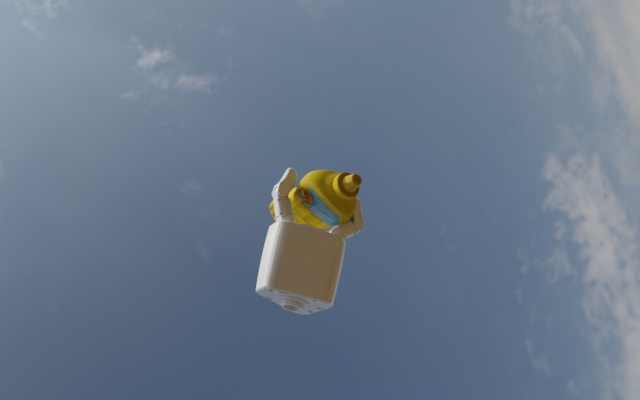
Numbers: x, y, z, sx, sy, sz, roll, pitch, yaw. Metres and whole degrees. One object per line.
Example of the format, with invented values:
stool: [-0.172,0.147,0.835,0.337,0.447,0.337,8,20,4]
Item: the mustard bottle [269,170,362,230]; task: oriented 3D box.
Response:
mustard bottle: [0.000,0.002,0.756,0.192,0.096,0.058,-32,15,50]
